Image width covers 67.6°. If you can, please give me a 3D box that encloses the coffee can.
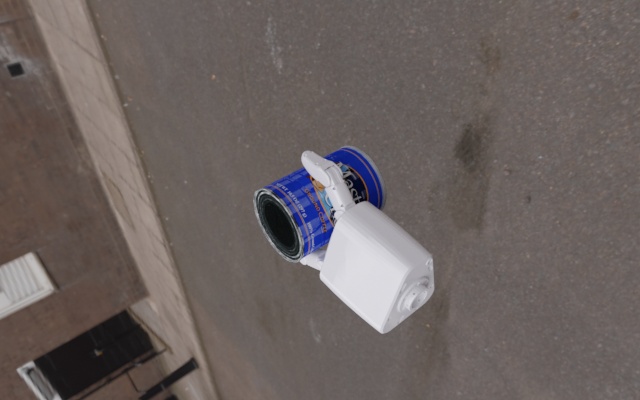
[{"bbox_3d":[0.000,0.002,0.619,0.140,0.103,0.103,-29,15,-28],"label":"coffee can"}]
